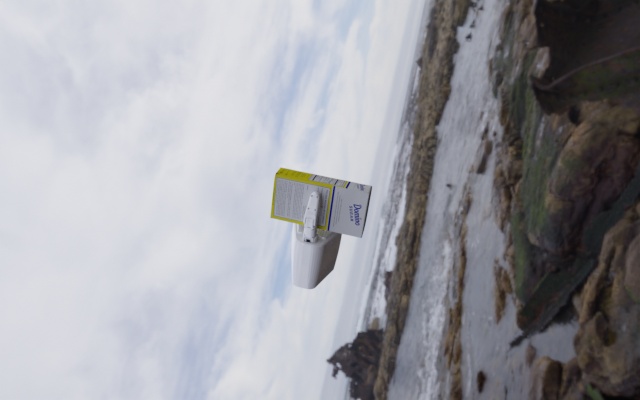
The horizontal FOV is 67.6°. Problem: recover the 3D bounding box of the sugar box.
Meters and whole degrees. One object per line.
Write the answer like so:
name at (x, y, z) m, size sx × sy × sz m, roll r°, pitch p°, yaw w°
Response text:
sugar box at (0.000, 0.003, 0.875) m, size 0.176 × 0.093 × 0.048 m, roll 12°, pitch 25°, yaw 7°
